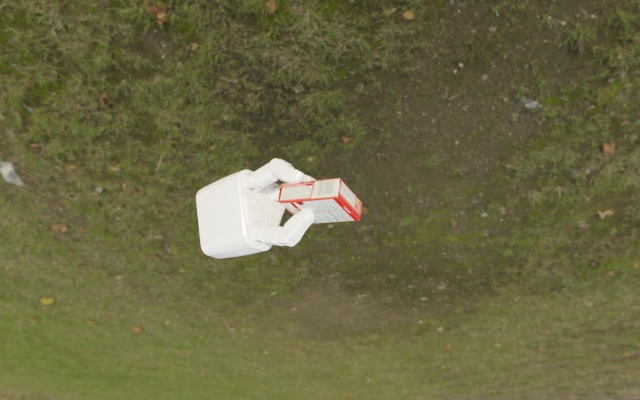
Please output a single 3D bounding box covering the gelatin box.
[{"bbox_3d":[0.000,0.002,0.628,0.089,0.030,0.073,-5,-28,27],"label":"gelatin box"}]
